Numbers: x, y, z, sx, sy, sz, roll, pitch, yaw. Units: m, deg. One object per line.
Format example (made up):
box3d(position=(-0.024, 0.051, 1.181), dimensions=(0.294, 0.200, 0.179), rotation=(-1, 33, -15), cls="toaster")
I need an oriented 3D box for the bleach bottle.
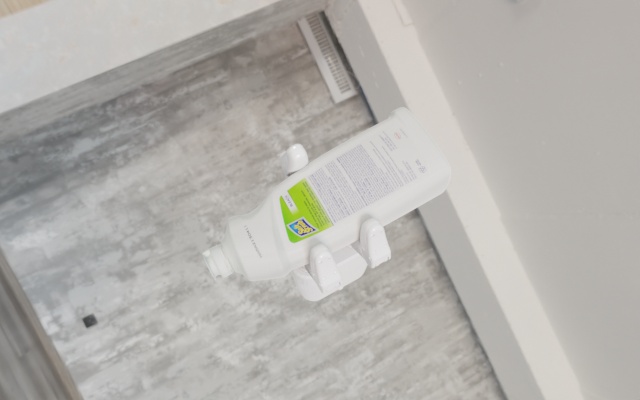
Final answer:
box3d(position=(0.000, 0.002, 0.480), dimensions=(0.251, 0.102, 0.068), rotation=(-26, -25, -12), cls="bleach bottle")
